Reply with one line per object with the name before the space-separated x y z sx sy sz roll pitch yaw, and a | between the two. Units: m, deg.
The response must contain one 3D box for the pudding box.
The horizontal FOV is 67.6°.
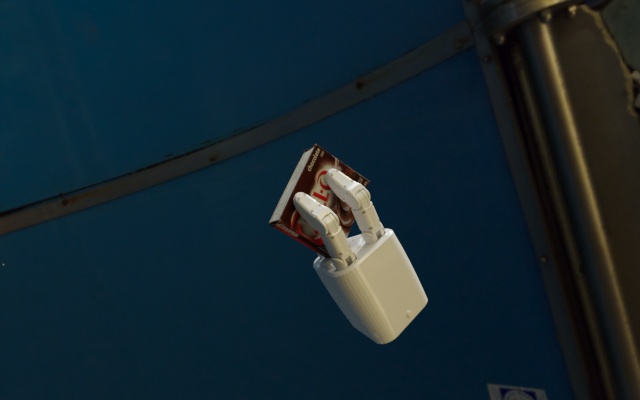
pudding box | 0.000 0.002 0.592 0.090 0.113 0.039 33 -25 -23
